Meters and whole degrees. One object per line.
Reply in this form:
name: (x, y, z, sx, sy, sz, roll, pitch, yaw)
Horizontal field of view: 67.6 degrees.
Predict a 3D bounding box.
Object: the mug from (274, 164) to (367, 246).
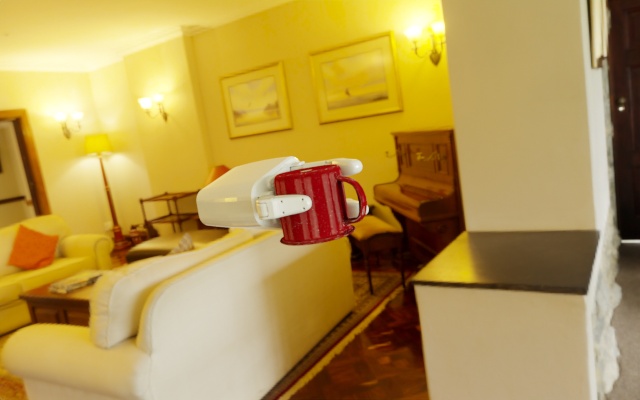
mug: (0.001, 0.002, 0.566, 0.117, 0.081, 0.093, -4, 9, 33)
